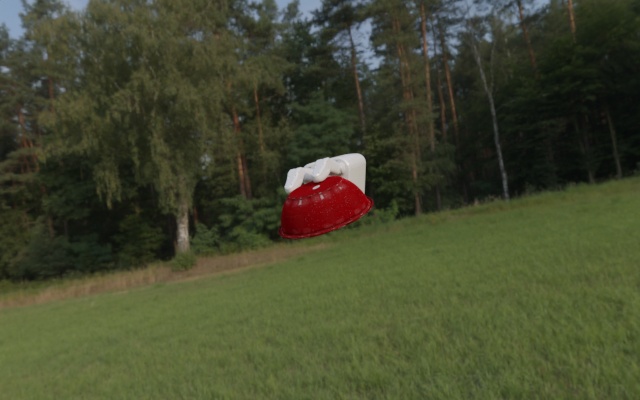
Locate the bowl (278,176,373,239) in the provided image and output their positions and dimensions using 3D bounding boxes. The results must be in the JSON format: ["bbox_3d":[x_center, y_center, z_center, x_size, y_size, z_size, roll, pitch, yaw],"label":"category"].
[{"bbox_3d":[0.000,0.003,0.767,0.162,0.055,0.162,-18,16,5],"label":"bowl"}]
